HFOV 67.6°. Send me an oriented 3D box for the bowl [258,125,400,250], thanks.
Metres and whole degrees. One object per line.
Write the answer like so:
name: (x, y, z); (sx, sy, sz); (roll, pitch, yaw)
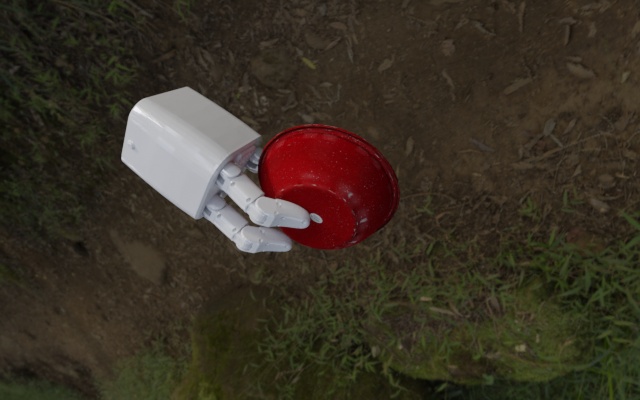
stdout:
bowl: (0.001, 0.002, 0.509); (0.162, 0.162, 0.055); (0, 40, 20)
